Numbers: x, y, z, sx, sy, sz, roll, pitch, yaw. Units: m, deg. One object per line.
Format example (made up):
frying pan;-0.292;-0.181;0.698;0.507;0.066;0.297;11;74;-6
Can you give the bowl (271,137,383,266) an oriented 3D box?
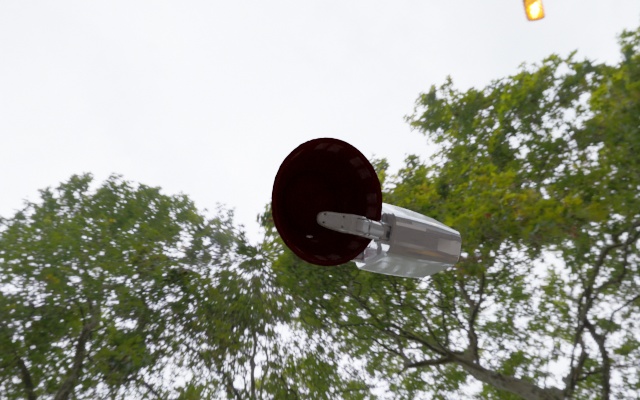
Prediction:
bowl;-0.001;0.001;0.617;0.162;0.162;0.055;0;-1;-30
